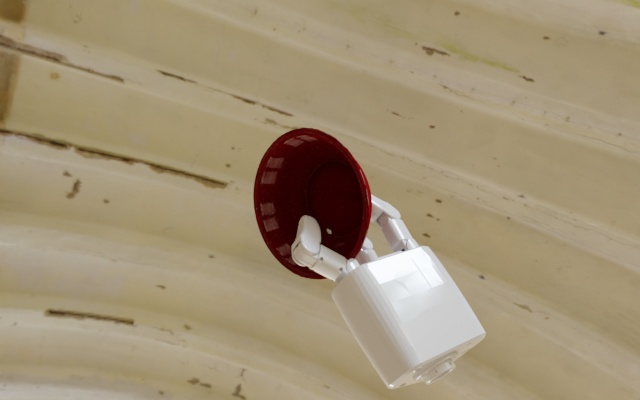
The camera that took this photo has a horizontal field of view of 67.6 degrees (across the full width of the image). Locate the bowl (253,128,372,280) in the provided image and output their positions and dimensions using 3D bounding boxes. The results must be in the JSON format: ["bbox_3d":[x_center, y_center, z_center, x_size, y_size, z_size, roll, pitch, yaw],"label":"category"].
[{"bbox_3d":[0.000,0.000,0.526,0.162,0.162,0.055,0,7,40],"label":"bowl"}]
